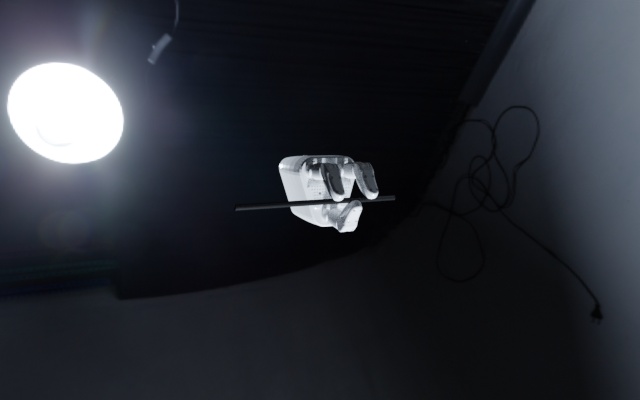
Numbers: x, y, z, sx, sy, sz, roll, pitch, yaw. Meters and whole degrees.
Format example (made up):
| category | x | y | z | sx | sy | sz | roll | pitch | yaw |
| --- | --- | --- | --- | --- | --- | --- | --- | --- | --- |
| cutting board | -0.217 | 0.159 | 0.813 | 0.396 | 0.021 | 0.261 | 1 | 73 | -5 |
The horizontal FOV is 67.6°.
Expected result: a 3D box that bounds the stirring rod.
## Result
| category | x | y | z | sx | sy | sz | roll | pitch | yaw |
| --- | --- | --- | --- | --- | --- | --- | --- | --- | --- |
| stirring rod | 0.000 | 0.002 | 0.657 | 0.239 | 0.011 | 0.011 | -4 | 1 | -25 |
